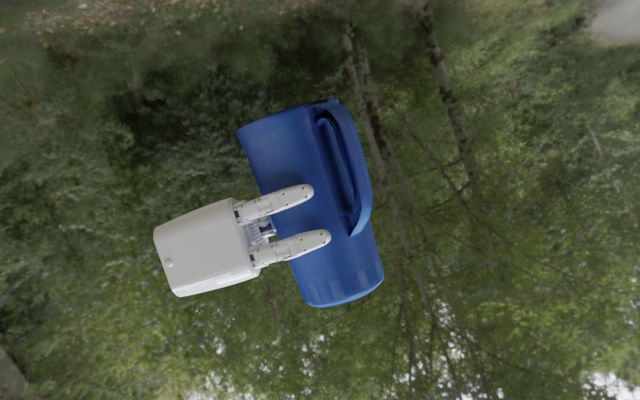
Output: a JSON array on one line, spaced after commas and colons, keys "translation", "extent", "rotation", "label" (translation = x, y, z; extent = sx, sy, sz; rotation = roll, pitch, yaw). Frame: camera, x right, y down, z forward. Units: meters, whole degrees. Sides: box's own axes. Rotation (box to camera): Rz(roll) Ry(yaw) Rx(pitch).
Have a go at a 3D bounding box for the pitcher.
[{"translation": [0.000, 0.002, 0.592], "extent": [0.145, 0.243, 0.149], "rotation": [-18, 4, 9], "label": "pitcher"}]
